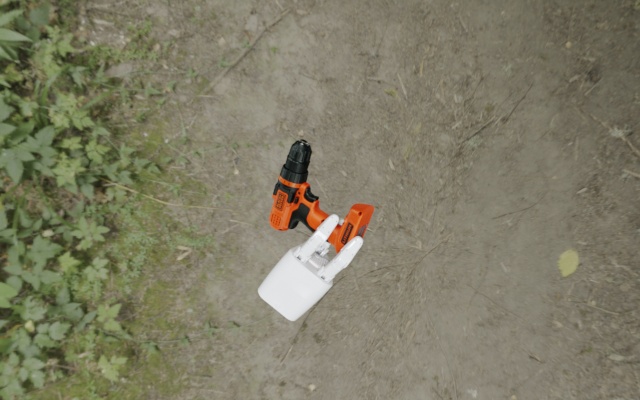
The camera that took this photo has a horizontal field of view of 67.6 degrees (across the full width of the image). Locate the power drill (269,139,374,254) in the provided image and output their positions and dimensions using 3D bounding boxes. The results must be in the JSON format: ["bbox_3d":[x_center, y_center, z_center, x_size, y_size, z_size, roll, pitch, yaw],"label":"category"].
[{"bbox_3d":[0.000,0.003,0.864,0.187,0.184,0.057,30,29,23],"label":"power drill"}]
